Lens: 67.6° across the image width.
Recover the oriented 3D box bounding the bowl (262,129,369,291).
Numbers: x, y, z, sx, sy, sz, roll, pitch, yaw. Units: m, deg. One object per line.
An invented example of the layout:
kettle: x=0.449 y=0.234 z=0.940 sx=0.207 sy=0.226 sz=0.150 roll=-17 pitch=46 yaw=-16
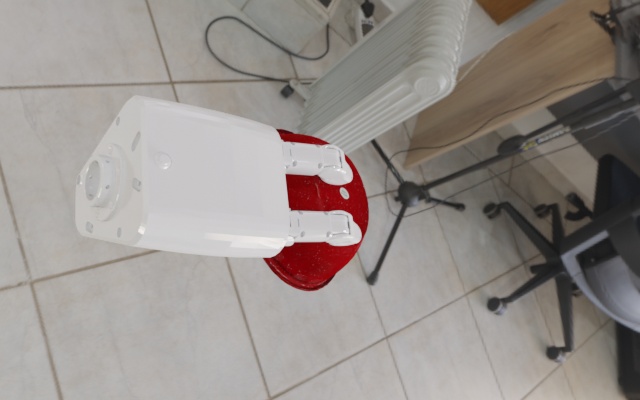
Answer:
bowl: x=0.001 y=0.001 z=0.454 sx=0.055 sy=0.162 sz=0.162 roll=-17 pitch=-9 yaw=31
